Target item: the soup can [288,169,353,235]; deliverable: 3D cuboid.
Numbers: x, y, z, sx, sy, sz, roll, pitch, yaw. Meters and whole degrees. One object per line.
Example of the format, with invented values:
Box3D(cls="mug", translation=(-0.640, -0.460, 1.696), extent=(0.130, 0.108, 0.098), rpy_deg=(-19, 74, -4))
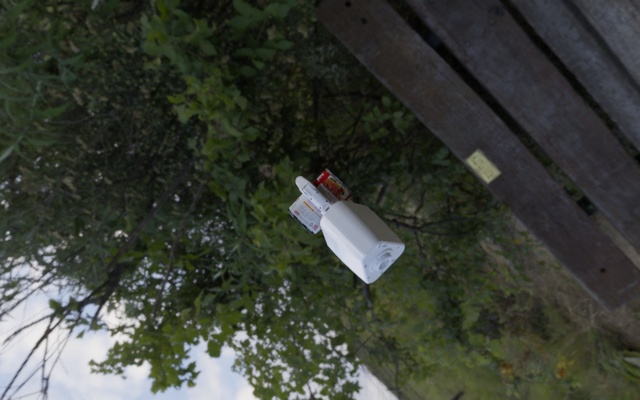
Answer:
Box3D(cls="soup can", translation=(0.000, 0.003, 0.853), extent=(0.068, 0.102, 0.068), rpy_deg=(44, 2, -2))
